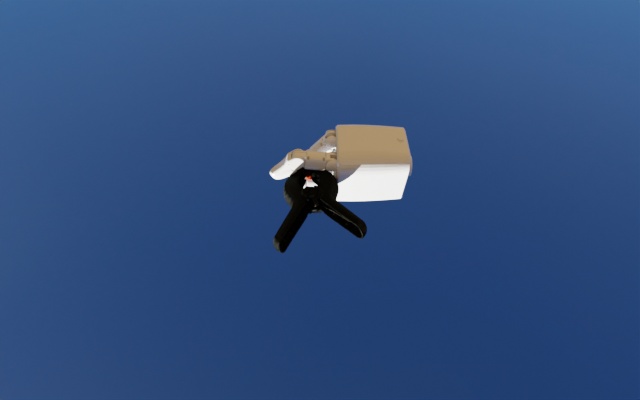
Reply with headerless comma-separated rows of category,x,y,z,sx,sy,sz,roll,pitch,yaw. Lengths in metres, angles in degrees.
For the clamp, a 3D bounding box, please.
clamp,0.000,0.003,0.661,0.120,0.039,0.171,0,44,0
